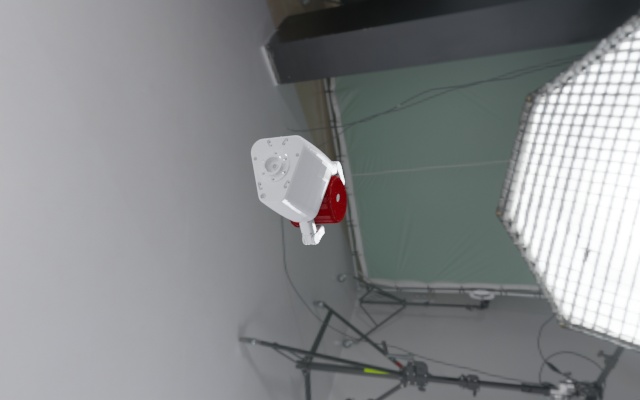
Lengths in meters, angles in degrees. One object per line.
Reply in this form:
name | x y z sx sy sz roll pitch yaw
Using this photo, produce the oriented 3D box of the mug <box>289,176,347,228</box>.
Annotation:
mug | 0.001 0.003 0.843 0.081 0.093 0.117 -3 -15 24
